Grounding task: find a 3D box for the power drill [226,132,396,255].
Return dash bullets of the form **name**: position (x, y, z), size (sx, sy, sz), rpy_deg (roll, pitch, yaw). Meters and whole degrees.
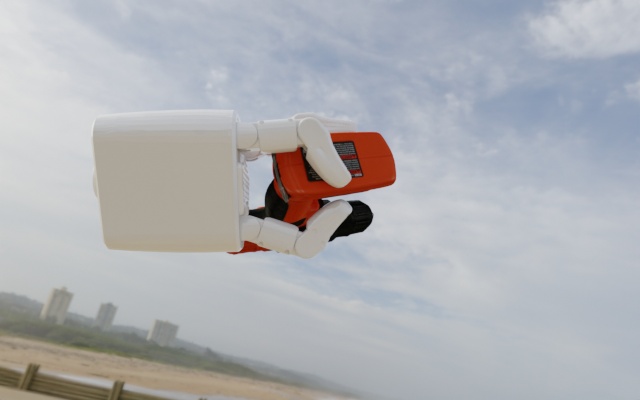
- **power drill**: position (0.000, 0.001, 0.480), size (0.184, 0.057, 0.188), rpy_deg (-9, -21, -24)
